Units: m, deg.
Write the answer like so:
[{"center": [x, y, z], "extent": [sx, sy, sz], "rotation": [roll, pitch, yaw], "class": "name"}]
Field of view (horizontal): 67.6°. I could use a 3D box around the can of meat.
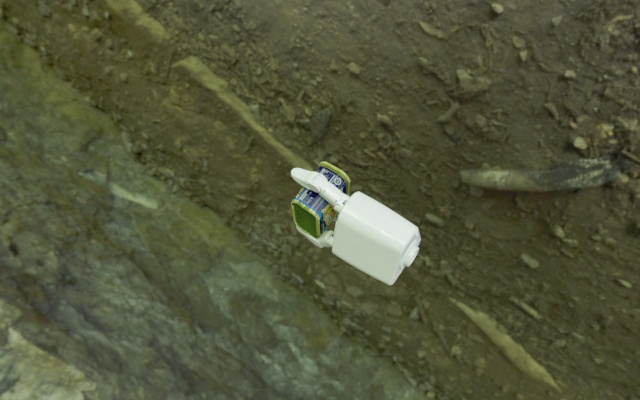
[{"center": [0.000, 0.003, 0.756], "extent": [0.057, 0.084, 0.102], "rotation": [31, -22, 17], "class": "can of meat"}]
